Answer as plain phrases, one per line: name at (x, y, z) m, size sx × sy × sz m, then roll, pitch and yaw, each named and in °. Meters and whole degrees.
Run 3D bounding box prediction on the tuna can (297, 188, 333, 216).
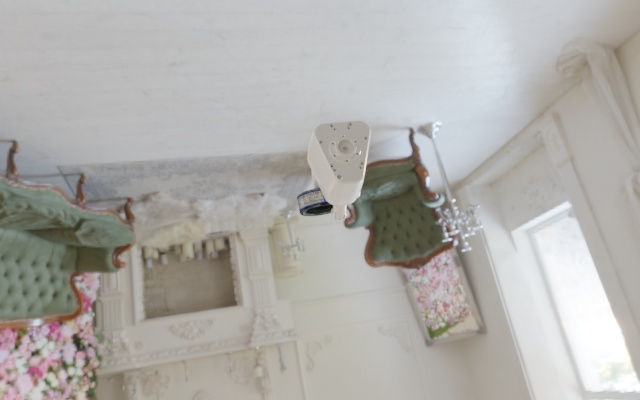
tuna can at (0.000, 0.004, 0.899) m, size 0.086 × 0.033 × 0.086 m, roll -10°, pitch -14°, yaw -2°
